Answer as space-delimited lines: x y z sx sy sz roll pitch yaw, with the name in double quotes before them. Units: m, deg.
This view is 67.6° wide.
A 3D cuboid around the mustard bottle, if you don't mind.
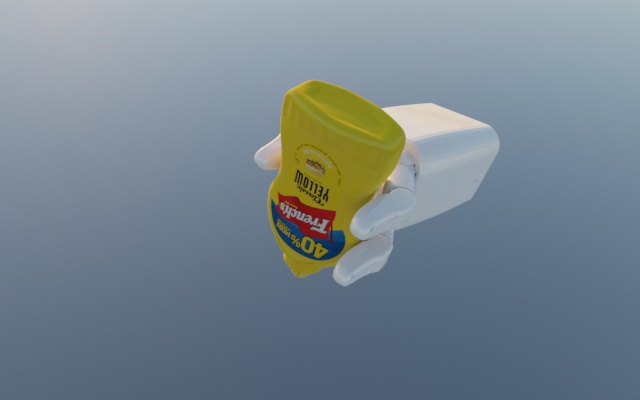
"mustard bottle" 0.000 0.001 0.411 0.096 0.192 0.058 32 45 17
